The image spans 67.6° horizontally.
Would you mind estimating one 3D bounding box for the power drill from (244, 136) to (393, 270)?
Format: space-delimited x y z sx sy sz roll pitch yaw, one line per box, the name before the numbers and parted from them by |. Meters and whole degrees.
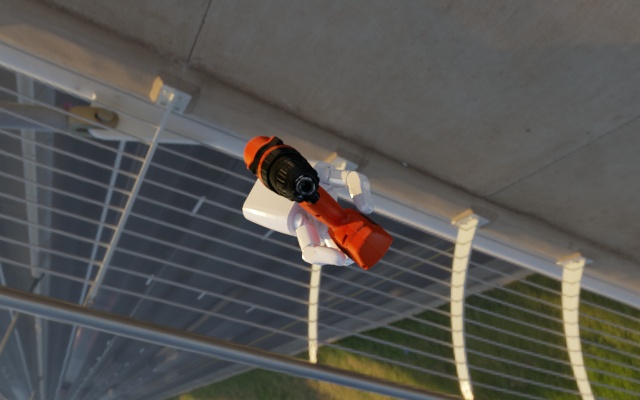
power drill | 0.000 0.002 0.558 0.188 0.057 0.184 43 -1 -27
